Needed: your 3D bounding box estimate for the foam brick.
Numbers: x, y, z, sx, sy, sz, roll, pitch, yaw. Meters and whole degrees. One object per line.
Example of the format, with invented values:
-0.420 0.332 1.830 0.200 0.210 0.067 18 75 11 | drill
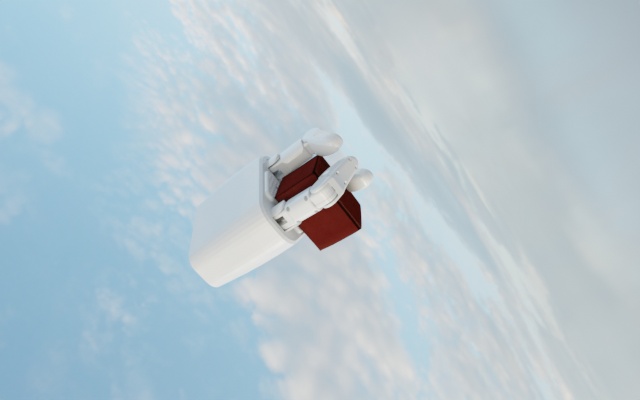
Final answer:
0.000 0.002 0.494 0.051 0.078 0.053 -33 19 19 | foam brick
